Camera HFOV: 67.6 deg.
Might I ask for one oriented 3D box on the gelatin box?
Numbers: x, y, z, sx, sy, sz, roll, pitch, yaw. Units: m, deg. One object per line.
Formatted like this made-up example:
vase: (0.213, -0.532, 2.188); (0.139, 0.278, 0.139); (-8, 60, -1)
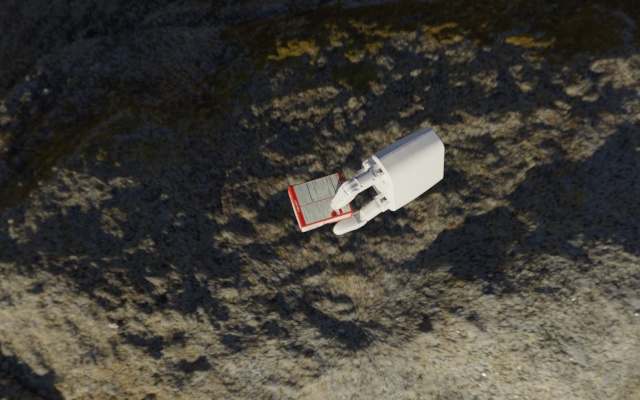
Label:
gelatin box: (0.000, 0.002, 0.776); (0.089, 0.073, 0.030); (-17, -17, -9)
